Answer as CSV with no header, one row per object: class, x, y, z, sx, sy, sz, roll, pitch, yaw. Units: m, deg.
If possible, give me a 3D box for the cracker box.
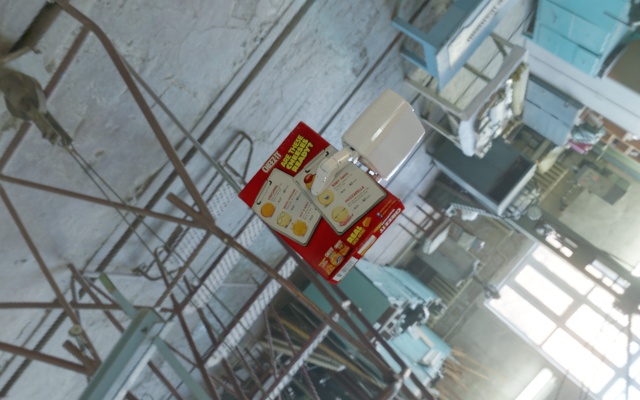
cracker box,0.000,0.003,0.765,0.213,0.164,0.072,41,1,22
